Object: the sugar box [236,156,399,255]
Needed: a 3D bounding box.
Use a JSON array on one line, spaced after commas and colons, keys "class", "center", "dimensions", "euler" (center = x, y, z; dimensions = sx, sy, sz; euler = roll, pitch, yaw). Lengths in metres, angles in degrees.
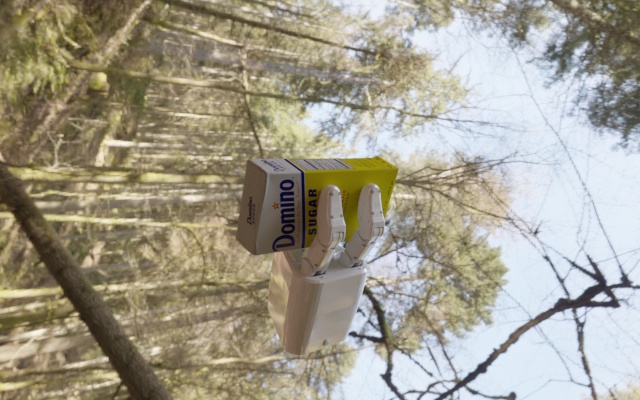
[{"class": "sugar box", "center": [0.000, 0.002, 0.521], "dimensions": [0.176, 0.093, 0.048], "euler": [-7, 29, -38]}]
